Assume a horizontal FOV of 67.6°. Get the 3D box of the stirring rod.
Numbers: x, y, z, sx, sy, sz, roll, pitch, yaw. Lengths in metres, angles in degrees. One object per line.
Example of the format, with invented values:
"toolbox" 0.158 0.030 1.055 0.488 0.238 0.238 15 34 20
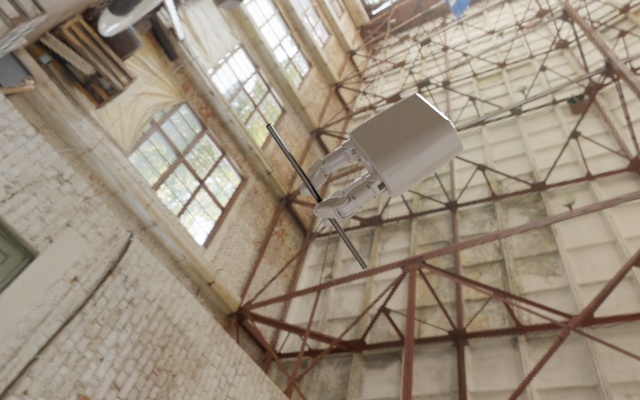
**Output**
"stirring rod" 0.000 0.002 0.611 0.011 0.240 0.011 -27 25 14
